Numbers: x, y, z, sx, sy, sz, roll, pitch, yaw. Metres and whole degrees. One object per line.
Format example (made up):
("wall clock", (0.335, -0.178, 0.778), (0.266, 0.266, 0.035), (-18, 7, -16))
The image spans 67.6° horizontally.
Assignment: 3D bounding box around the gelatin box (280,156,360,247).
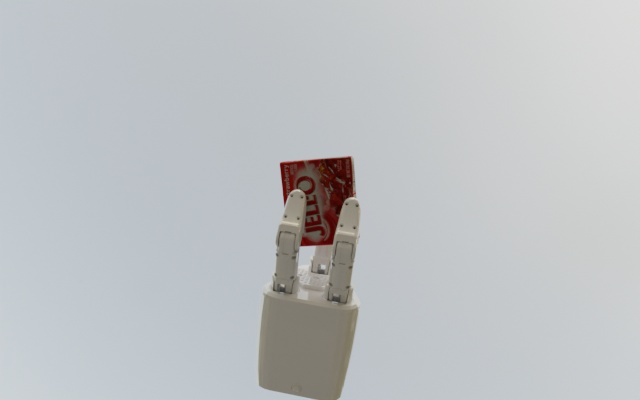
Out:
("gelatin box", (0.000, 0.001, 0.489), (0.073, 0.089, 0.030), (-4, 5, 9))
